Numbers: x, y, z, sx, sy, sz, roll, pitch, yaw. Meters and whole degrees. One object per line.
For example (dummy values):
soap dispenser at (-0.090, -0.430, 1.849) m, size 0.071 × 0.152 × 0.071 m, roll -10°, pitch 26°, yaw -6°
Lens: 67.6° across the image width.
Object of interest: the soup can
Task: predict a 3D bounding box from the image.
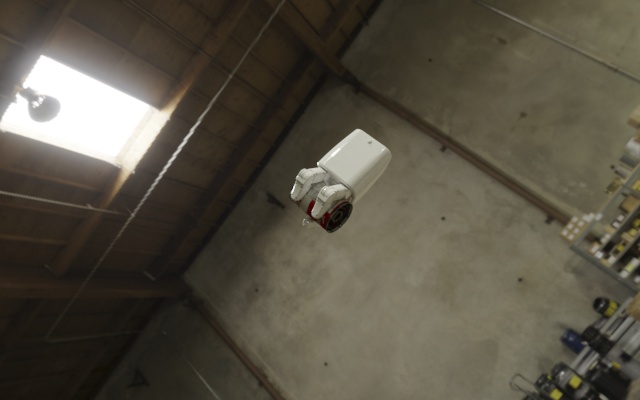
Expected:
soup can at (0.000, 0.003, 0.884) m, size 0.102 × 0.068 × 0.068 m, roll 40°, pitch 19°, yaw 25°
